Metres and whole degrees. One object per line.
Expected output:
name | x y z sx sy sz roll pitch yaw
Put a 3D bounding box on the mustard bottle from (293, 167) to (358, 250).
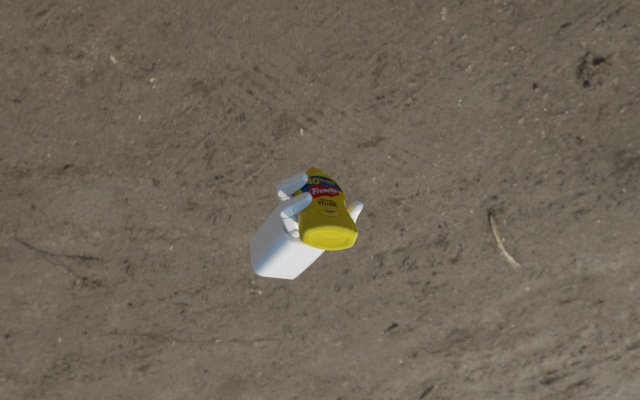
mustard bottle | 0.000 0.003 0.850 0.096 0.058 0.191 5 38 -16
